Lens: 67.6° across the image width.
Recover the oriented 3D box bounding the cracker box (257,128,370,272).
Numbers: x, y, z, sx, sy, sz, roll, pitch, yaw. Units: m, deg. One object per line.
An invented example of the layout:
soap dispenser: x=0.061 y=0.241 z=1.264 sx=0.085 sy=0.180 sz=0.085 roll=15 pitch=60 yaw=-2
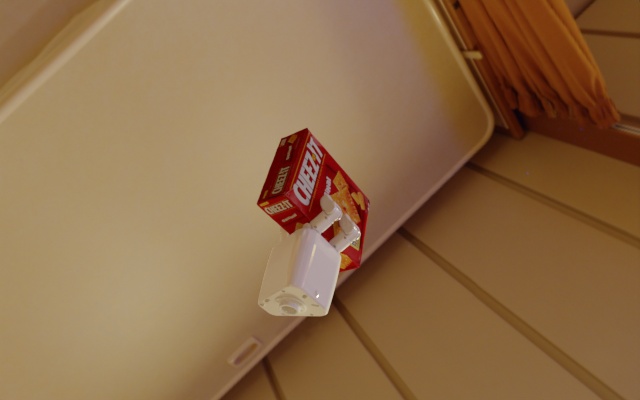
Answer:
cracker box: x=0.000 y=0.003 z=0.851 sx=0.072 sy=0.164 sz=0.214 roll=-19 pitch=-50 yaw=33
